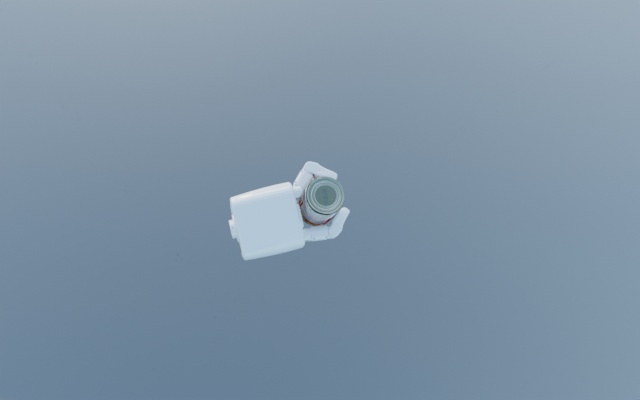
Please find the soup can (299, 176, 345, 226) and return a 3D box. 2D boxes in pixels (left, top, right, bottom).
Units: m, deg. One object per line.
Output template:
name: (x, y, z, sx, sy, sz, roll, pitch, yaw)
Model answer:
soup can: (0.001, 0.003, 0.833, 0.068, 0.068, 0.102, 0, -14, -10)
